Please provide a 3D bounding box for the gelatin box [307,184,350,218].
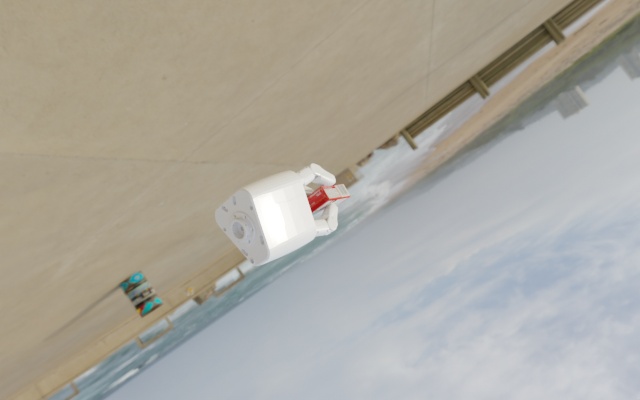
[{"bbox_3d":[0.001,0.003,0.818,0.073,0.030,0.089,-35,-12,26],"label":"gelatin box"}]
